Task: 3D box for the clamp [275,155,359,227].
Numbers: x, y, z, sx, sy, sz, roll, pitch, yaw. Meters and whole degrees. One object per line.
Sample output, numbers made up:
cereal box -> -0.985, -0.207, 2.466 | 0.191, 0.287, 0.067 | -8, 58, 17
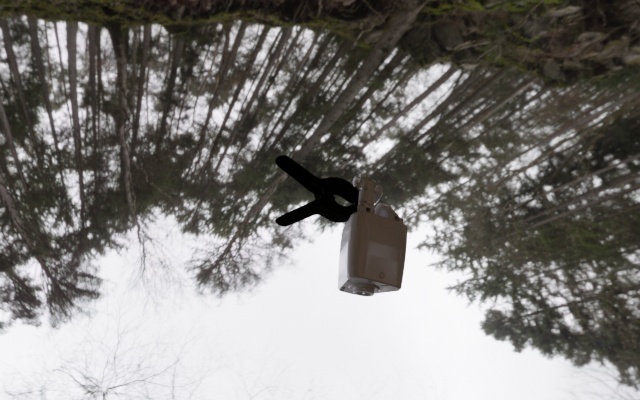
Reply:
clamp -> 0.000, 0.003, 0.766 | 0.171, 0.120, 0.039 | 17, -25, -18
